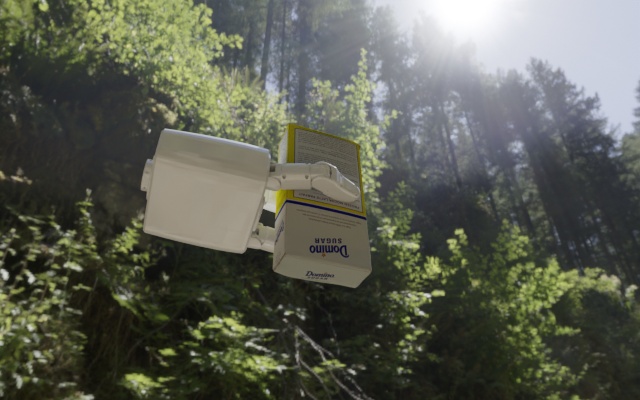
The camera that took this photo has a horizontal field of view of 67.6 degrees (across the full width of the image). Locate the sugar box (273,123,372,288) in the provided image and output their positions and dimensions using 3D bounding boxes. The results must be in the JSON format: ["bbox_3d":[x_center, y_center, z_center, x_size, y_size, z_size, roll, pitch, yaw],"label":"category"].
[{"bbox_3d":[0.000,0.002,0.516,0.093,0.176,0.048,14,-38,-17],"label":"sugar box"}]
